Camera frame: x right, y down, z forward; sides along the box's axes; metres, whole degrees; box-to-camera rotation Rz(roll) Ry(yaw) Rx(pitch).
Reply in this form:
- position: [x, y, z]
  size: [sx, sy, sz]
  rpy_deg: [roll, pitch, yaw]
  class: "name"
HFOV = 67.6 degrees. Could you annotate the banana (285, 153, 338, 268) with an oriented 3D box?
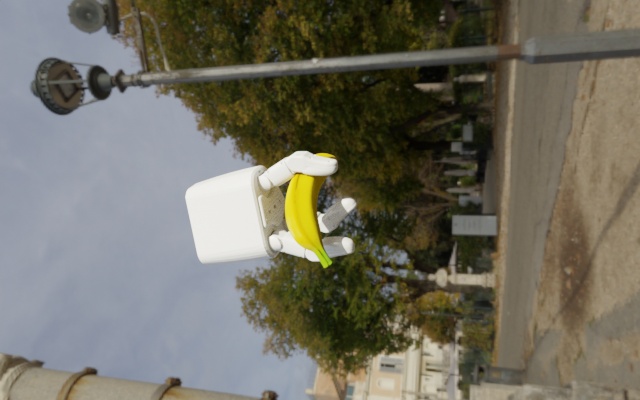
- position: [-0.011, -0.008, 0.592]
  size: [0.037, 0.197, 0.070]
  rpy_deg: [-24, -54, 26]
  class: "banana"
